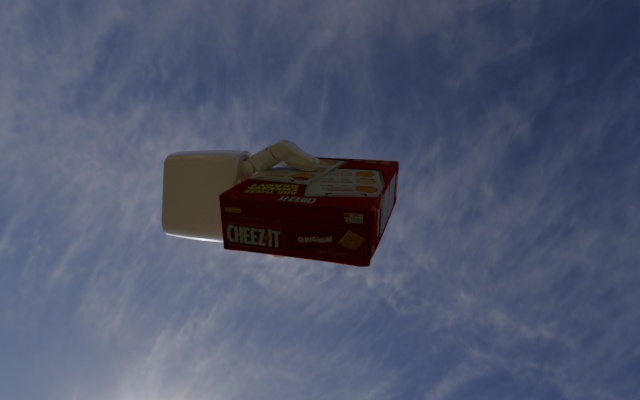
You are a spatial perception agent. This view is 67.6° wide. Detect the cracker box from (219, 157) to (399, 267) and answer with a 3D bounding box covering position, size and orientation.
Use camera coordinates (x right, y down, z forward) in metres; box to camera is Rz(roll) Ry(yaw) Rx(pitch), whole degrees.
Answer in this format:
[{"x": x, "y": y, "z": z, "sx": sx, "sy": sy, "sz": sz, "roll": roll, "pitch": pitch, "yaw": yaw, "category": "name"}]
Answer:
[{"x": 0.000, "y": 0.002, "z": 0.579, "sx": 0.164, "sy": 0.072, "sz": 0.213, "roll": 5, "pitch": 18, "yaw": 15, "category": "cracker box"}]
